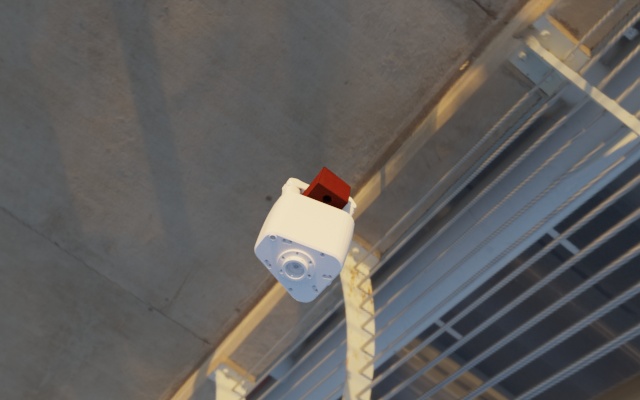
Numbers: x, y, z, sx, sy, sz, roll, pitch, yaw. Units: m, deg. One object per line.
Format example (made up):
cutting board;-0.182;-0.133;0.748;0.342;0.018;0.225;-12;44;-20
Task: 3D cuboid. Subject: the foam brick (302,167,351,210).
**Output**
foam brick;0.000;0.002;0.695;0.053;0.078;0.051;35;28;-10
